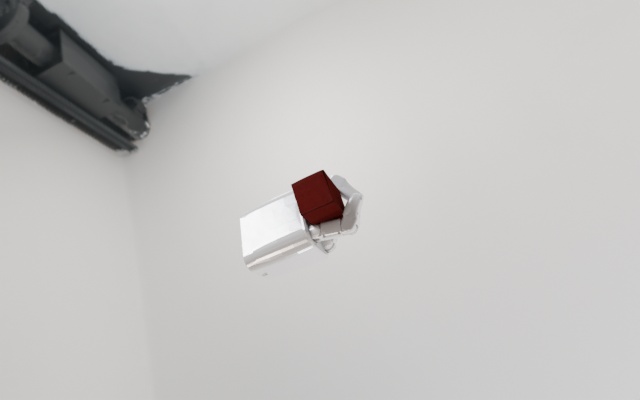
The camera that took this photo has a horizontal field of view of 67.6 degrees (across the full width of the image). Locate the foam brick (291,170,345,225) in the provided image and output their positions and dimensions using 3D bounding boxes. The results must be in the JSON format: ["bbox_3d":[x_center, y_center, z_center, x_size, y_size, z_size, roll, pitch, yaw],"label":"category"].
[{"bbox_3d":[0.000,0.002,0.676,0.051,0.053,0.078,-23,-27,10],"label":"foam brick"}]
